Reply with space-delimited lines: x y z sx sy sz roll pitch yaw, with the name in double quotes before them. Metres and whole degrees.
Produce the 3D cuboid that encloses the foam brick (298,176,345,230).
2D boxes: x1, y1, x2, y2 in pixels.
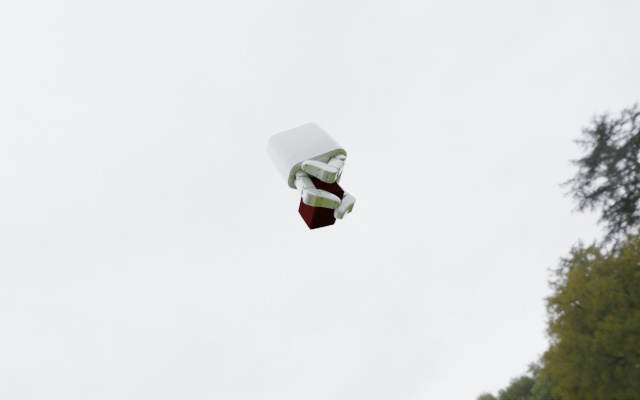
"foam brick" 0.000 0.003 0.831 0.053 0.078 0.051 -9 41 -31
